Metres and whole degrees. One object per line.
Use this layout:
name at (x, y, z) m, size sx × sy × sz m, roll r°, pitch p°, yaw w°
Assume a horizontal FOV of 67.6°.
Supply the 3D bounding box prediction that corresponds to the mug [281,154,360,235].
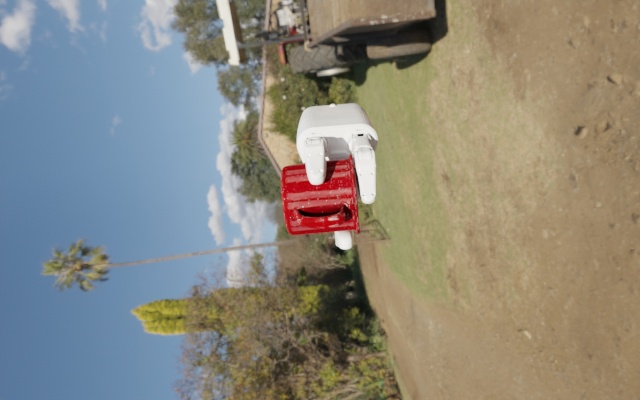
mug at (0.000, 0.002, 0.540) m, size 0.081 × 0.093 × 0.117 m, roll -6°, pitch 26°, yaw 2°
